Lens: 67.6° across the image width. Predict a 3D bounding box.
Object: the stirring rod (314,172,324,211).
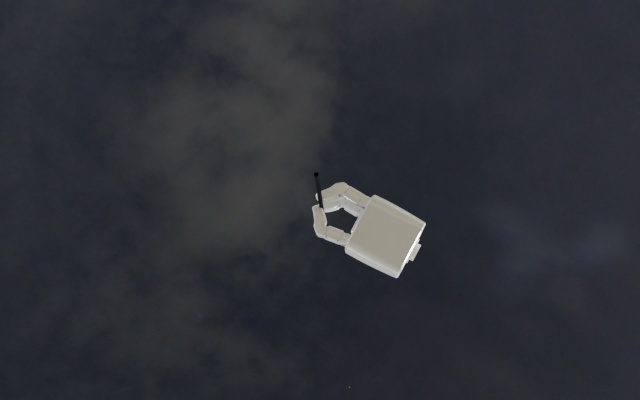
[{"bbox_3d":[0.000,0.003,0.861,0.011,0.011,0.240,0,-21,3],"label":"stirring rod"}]
